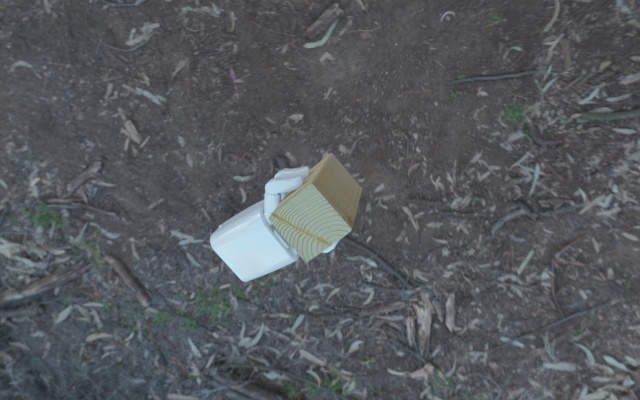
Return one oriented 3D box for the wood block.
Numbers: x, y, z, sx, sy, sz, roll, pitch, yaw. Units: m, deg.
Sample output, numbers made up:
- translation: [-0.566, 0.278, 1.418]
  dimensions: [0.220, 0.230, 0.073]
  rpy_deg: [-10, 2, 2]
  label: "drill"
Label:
- translation: [0.000, 0.003, 0.778]
  dimensions: [0.090, 0.091, 0.206]
  rpy_deg: [-37, 9, 18]
  label: "wood block"
